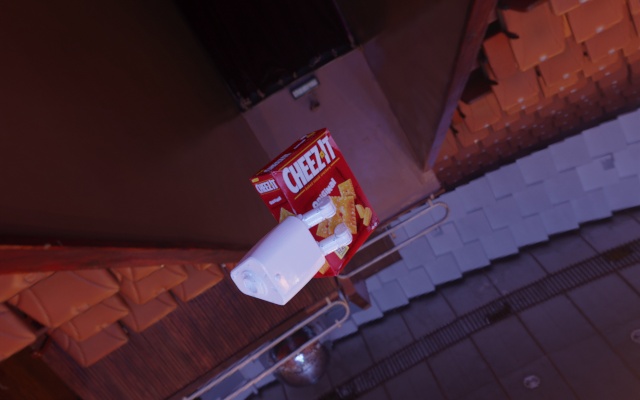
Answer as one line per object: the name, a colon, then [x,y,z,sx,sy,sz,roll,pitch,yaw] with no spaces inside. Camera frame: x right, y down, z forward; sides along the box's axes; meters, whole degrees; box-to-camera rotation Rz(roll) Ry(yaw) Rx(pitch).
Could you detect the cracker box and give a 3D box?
cracker box: [0.000,0.003,0.847,0.072,0.214,0.164,-13,24,46]
